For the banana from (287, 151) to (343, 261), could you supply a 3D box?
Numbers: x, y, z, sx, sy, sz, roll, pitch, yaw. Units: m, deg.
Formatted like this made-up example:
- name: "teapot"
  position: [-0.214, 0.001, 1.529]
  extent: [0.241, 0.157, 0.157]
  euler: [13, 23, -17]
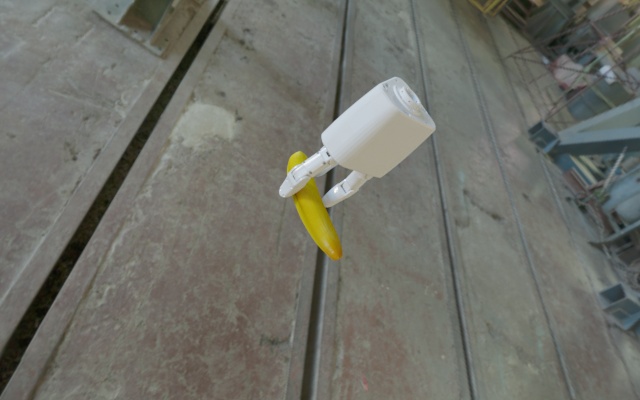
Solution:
- name: "banana"
  position: [-0.013, -0.006, 0.689]
  extent: [0.037, 0.197, 0.070]
  euler: [-37, -40, 26]
